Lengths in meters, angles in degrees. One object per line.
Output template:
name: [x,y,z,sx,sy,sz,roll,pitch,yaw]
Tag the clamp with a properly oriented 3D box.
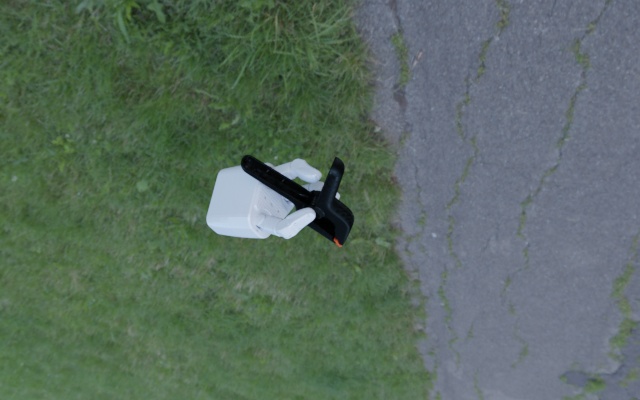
clamp: [0.000,0.003,0.697,0.164,0.036,0.210,1,-35,39]
